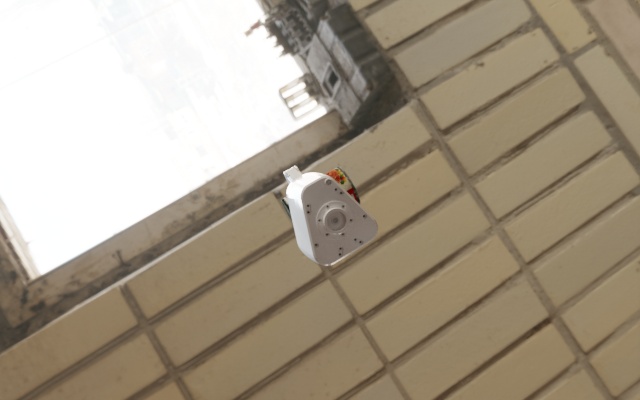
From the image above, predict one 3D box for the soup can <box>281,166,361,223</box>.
[{"bbox_3d":[0.000,0.002,0.726,0.102,0.068,0.068,-30,5,-8],"label":"soup can"}]
